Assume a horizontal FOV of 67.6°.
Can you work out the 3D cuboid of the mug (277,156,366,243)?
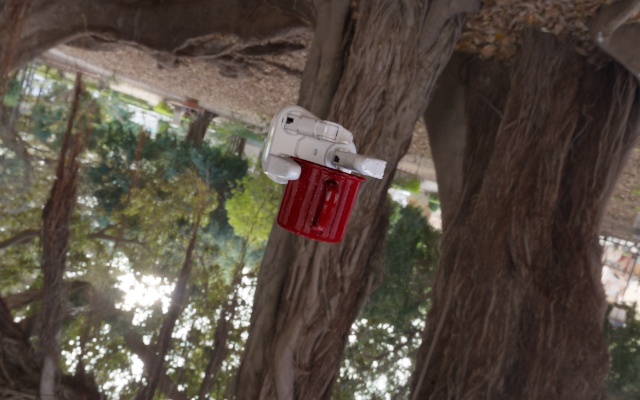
[{"bbox_3d":[0.000,0.002,0.546,0.093,0.081,0.117,16,5,-13],"label":"mug"}]
